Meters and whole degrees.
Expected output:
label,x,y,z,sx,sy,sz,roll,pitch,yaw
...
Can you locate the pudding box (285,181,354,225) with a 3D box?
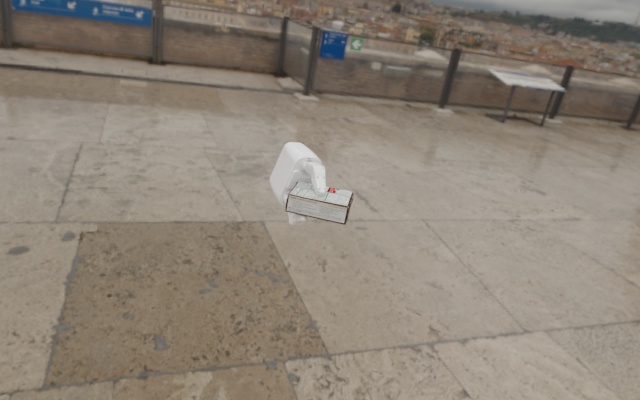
label,x,y,z,sx,sy,sz,roll,pitch,yaw
pudding box,0.000,0.003,0.871,0.113,0.039,0.090,11,20,6
